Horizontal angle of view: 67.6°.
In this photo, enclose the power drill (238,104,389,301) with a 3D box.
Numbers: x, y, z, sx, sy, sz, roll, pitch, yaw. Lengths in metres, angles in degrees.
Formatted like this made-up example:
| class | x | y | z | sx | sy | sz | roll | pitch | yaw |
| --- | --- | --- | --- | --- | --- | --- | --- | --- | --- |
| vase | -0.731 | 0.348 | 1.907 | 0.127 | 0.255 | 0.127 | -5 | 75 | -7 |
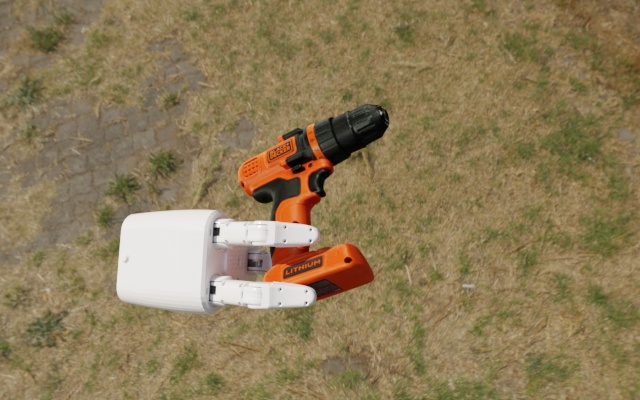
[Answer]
| class | x | y | z | sx | sy | sz | roll | pitch | yaw |
| --- | --- | --- | --- | --- | --- | --- | --- | --- | --- |
| power drill | 0.000 | 0.002 | 0.491 | 0.184 | 0.187 | 0.057 | -25 | -37 | 22 |
